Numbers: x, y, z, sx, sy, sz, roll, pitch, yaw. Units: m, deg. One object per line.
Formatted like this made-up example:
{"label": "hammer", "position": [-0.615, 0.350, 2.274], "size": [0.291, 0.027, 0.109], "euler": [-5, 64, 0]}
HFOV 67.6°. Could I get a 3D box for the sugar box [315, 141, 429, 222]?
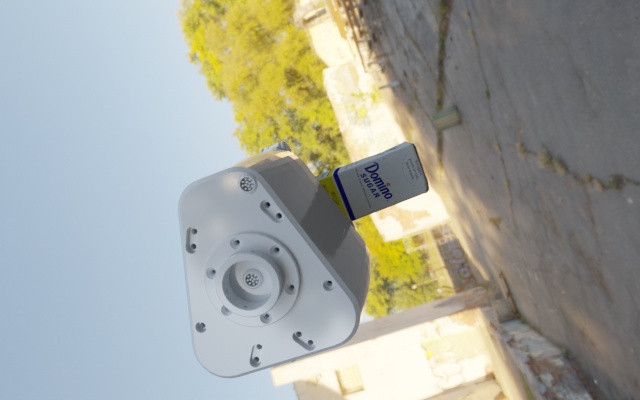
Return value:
{"label": "sugar box", "position": [0.000, 0.002, 0.406], "size": [0.176, 0.048, 0.093], "euler": [-19, 6, 9]}
